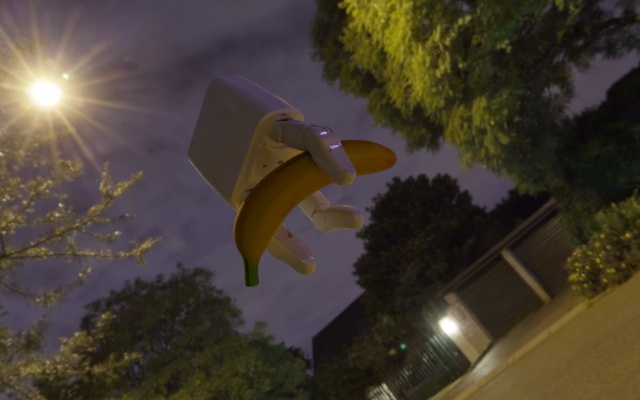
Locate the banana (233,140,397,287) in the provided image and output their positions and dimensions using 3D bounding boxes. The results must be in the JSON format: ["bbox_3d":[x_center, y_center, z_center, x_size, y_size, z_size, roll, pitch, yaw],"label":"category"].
[{"bbox_3d":[-0.009,-0.011,0.434,0.197,0.070,0.037,-39,32,-23],"label":"banana"}]
